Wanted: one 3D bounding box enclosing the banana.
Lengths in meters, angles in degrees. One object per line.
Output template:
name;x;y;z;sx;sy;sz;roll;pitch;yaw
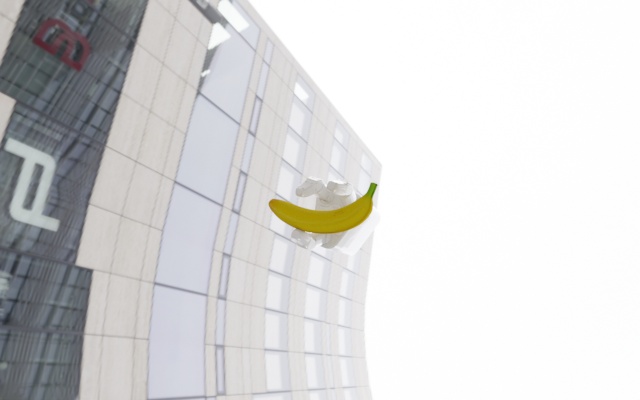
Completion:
banana;0.004;0.020;0.763;0.198;0.069;0.037;-8;-15;26
